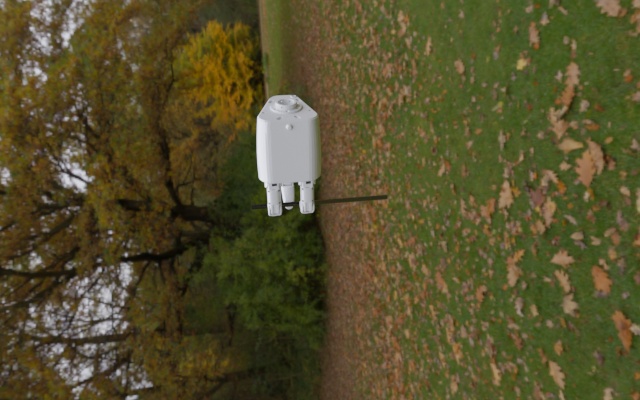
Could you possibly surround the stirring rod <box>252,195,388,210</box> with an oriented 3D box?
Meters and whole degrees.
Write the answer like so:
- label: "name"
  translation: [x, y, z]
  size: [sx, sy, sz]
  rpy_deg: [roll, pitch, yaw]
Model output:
- label: "stirring rod"
  translation: [0.000, 0.003, 0.841]
  size: [0.239, 0.011, 0.011]
  rpy_deg: [-4, 0, -7]
